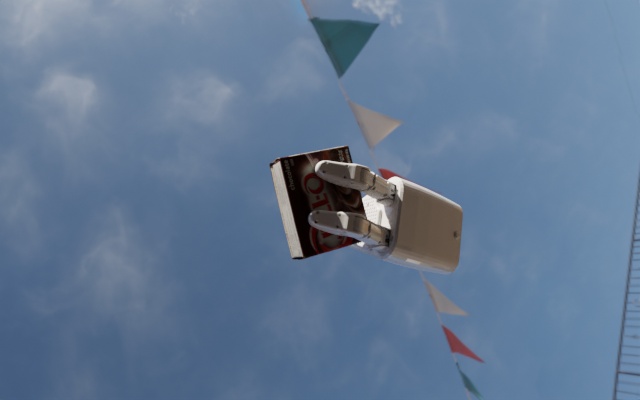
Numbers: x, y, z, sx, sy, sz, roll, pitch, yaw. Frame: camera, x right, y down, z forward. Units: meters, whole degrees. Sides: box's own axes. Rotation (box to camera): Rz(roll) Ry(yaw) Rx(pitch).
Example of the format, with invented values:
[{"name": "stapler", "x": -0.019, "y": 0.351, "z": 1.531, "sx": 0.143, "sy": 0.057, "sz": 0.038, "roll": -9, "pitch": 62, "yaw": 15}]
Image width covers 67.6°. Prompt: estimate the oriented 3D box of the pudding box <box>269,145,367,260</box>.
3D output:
[{"name": "pudding box", "x": 0.000, "y": 0.002, "z": 0.535, "sx": 0.090, "sy": 0.113, "sz": 0.039, "roll": -14, "pitch": -3, "yaw": -30}]
